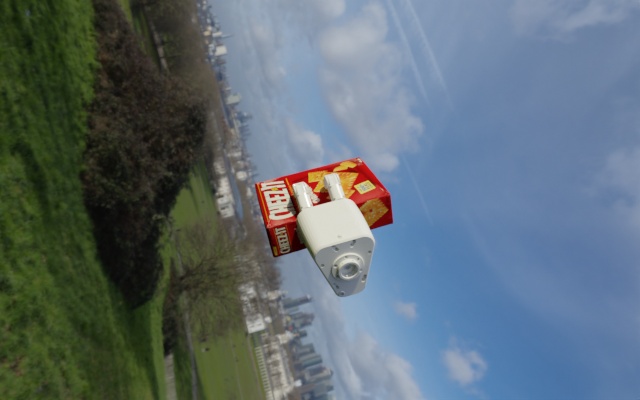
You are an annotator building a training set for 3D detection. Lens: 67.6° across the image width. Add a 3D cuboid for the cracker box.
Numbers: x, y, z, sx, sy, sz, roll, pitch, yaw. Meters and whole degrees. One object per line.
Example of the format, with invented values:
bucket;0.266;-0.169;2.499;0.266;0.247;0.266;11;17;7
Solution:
cracker box;0.000;0.003;0.854;0.213;0.072;0.164;-15;31;-8
